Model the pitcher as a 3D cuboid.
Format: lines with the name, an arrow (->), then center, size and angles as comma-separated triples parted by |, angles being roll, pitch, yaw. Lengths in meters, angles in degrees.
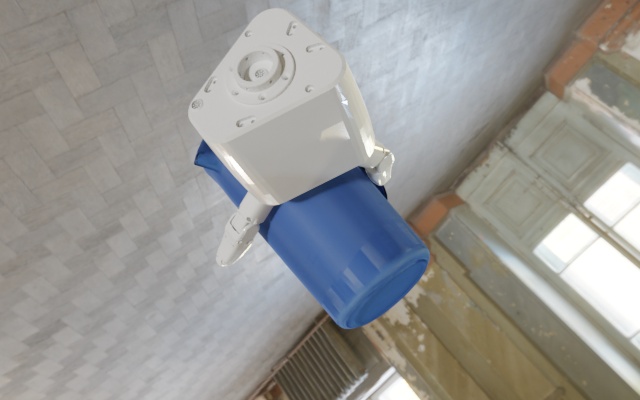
pitcher -> 0.000, 0.002, 0.491 | 0.149, 0.242, 0.145 | -40, -27, -2
